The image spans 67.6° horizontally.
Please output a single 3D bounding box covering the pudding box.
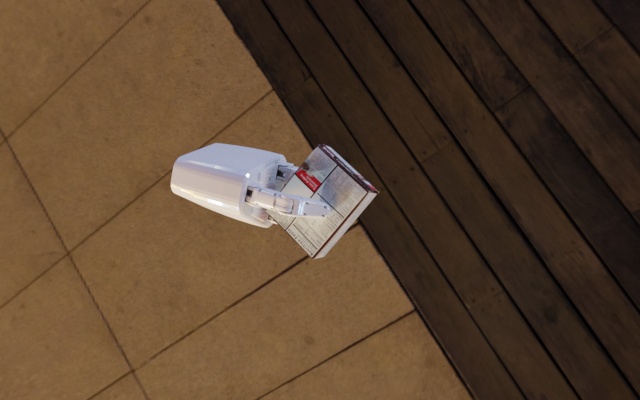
[{"bbox_3d":[0.000,0.002,0.580,0.090,0.113,0.039,44,17,16],"label":"pudding box"}]
